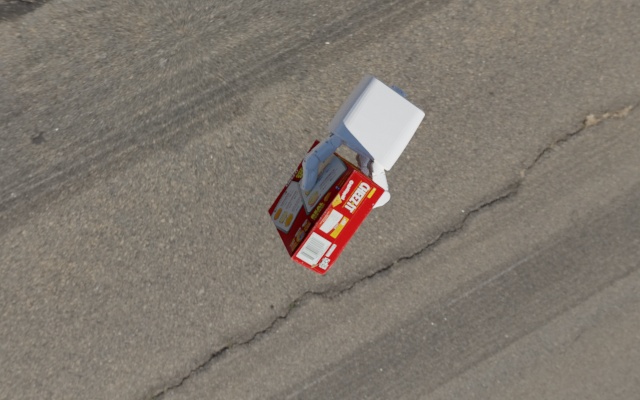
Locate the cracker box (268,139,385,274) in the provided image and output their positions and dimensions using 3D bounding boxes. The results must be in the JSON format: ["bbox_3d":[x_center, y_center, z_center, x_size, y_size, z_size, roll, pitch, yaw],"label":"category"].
[{"bbox_3d":[0.000,0.003,0.795,0.072,0.164,0.213,32,7,-23],"label":"cracker box"}]
